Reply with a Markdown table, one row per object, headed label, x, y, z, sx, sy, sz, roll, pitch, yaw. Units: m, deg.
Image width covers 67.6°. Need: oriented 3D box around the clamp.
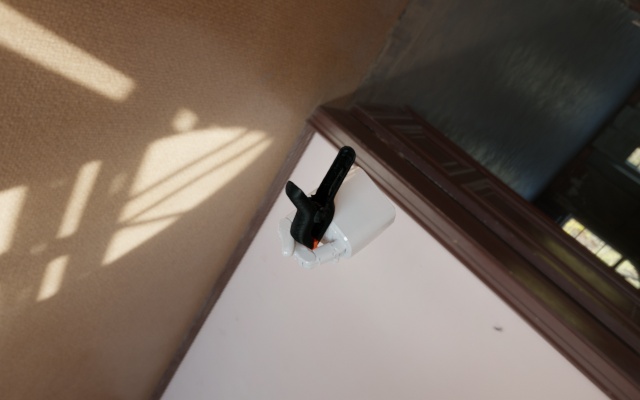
| label | x | y | z | sx | sy | sz | roll | pitch | yaw |
| --- | --- | --- | --- | --- | --- | --- | --- | --- | --- |
| clamp | 0.000 | 0.003 | 0.663 | 0.120 | 0.039 | 0.172 | -33 | -27 | -24 |
